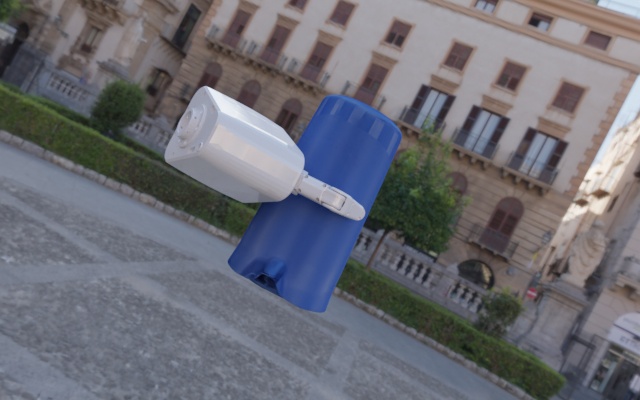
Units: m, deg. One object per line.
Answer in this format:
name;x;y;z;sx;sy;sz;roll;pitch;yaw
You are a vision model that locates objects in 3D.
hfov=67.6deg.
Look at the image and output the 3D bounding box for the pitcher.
pitcher;0.000;0.002;0.592;0.145;0.243;0.149;28;0;-35
